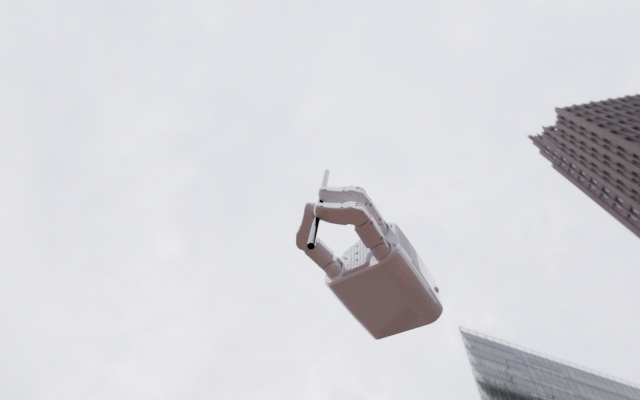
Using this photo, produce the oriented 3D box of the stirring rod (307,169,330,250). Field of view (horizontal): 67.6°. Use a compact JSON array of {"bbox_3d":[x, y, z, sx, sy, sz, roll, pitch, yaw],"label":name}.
[{"bbox_3d":[0.000,0.002,0.590,0.011,0.011,0.239,0,21,5],"label":"stirring rod"}]
